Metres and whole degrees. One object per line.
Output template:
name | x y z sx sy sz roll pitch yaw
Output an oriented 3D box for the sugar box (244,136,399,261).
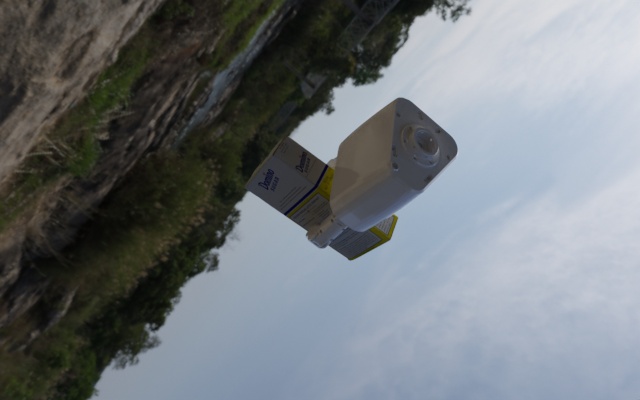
sugar box | 0.000 0.002 0.603 0.176 0.048 0.093 38 -38 -11
